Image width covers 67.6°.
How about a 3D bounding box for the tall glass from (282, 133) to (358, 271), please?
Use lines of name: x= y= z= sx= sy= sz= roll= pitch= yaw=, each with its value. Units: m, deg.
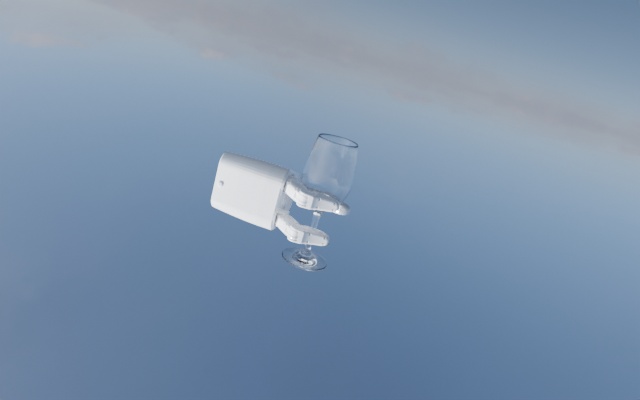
tall glass: x=0.000 y=0.003 z=0.730 sx=0.079 sy=0.201 sz=0.079 roll=15 pitch=17 yaw=-5
